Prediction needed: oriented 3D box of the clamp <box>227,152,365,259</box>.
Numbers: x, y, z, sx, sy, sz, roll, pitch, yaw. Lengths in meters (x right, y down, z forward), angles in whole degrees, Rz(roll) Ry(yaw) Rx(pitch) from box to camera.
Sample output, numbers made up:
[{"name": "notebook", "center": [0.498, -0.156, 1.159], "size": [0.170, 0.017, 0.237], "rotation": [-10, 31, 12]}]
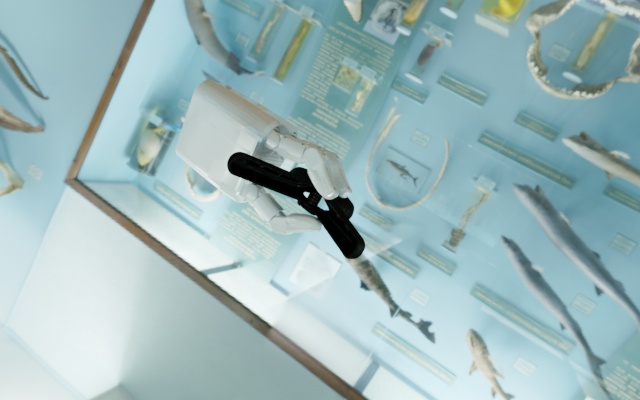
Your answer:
[{"name": "clamp", "center": [0.000, 0.002, 0.558], "size": [0.164, 0.036, 0.210], "rotation": [38, 12, 13]}]
